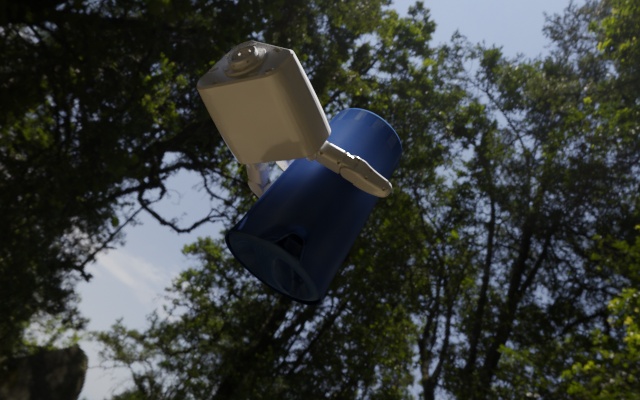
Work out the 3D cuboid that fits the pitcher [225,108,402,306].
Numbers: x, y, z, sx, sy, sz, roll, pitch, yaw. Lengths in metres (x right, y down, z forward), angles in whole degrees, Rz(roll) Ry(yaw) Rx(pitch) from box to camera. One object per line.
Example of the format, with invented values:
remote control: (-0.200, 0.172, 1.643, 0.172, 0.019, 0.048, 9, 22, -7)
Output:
pitcher: (0.000, 0.002, 0.608, 0.149, 0.242, 0.145, 11, -37, 39)
